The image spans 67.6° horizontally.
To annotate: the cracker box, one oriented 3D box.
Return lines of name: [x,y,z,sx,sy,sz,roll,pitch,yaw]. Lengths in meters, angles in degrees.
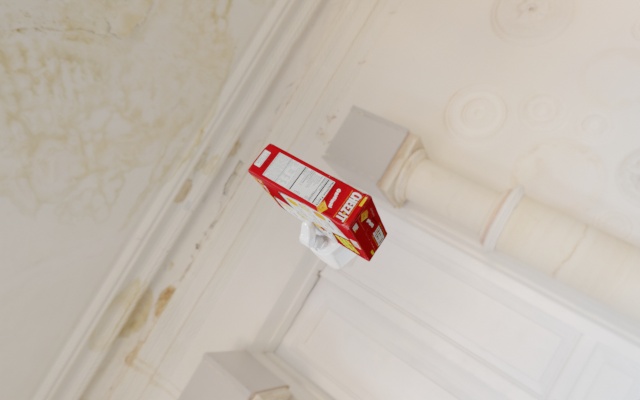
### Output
cracker box: [0.000,0.003,0.820,0.213,0.072,0.164,29,-12,27]
